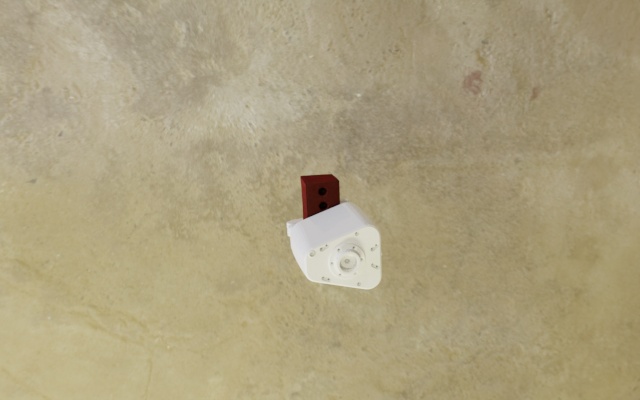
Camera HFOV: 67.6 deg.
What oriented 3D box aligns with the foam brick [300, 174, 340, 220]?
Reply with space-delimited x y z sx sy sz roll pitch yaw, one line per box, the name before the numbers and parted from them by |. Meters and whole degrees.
foam brick | 0.000 0.002 0.733 0.053 0.078 0.051 -6 15 -10
